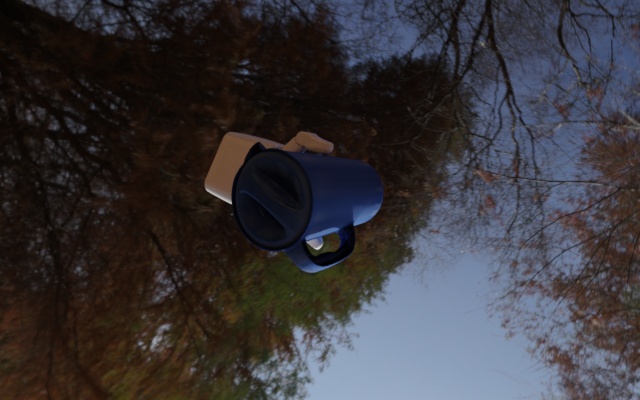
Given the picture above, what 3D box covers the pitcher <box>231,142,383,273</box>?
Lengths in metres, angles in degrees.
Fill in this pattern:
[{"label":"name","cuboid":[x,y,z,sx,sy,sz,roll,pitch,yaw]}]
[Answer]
[{"label":"pitcher","cuboid":[0.000,0.002,0.704,0.145,0.149,0.243,20,14,30]}]
